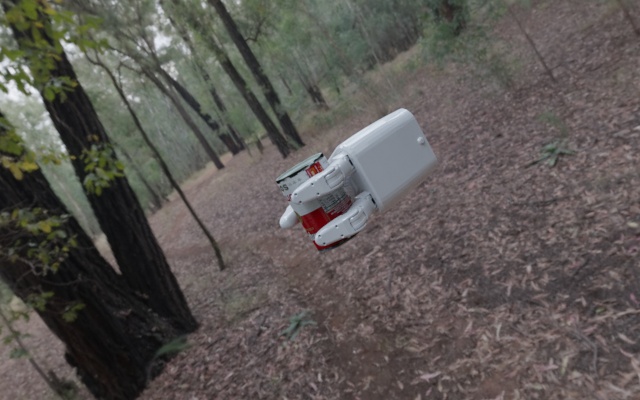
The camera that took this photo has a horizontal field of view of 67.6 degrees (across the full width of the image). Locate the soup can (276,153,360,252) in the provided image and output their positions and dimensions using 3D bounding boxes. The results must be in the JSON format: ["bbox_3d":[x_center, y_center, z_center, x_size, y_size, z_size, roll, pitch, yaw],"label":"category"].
[{"bbox_3d":[0.000,0.002,0.579,0.068,0.102,0.068,-30,10,6],"label":"soup can"}]
